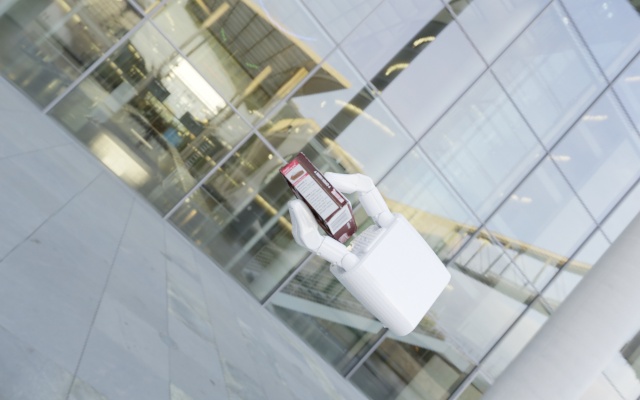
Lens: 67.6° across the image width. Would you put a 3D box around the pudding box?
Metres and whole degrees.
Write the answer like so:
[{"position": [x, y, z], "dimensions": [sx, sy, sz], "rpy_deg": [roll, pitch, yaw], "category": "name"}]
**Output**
[{"position": [0.000, 0.002, 0.586], "dimensions": [0.039, 0.090, 0.113], "rpy_deg": [-40, -21, -8], "category": "pudding box"}]
